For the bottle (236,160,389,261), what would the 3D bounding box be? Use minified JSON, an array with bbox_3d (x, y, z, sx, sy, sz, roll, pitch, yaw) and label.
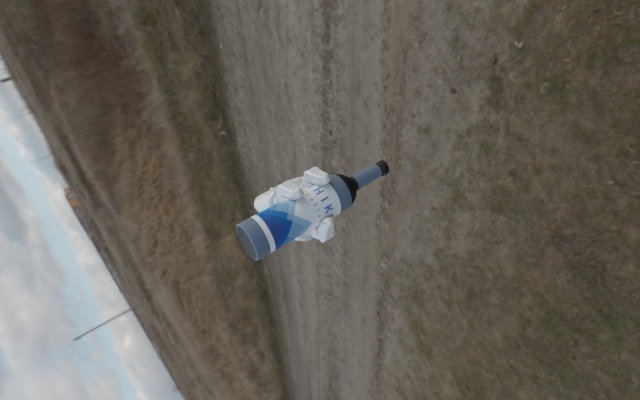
[{"bbox_3d":[0.000,0.003,0.822,0.295,0.069,0.069,-29,12,-23],"label":"bottle"}]
